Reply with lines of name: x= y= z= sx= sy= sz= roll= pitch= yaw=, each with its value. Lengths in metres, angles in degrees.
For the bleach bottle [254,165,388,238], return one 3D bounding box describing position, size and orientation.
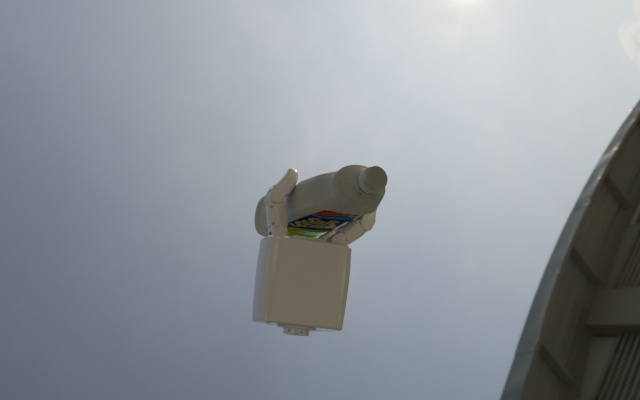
bleach bottle: x=0.000 y=0.002 z=0.642 sx=0.102 sy=0.068 sz=0.251 roll=13 pitch=-20 yaw=-24
